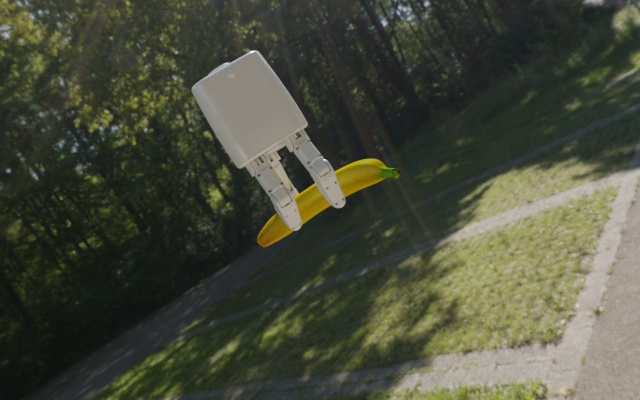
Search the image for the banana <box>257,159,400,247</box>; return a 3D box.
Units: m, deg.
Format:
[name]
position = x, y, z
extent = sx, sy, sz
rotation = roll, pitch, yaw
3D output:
[banana]
position = 0.004, -0.005, 0.610
extent = 0.198, 0.037, 0.069
rotation = -30, 11, 11
